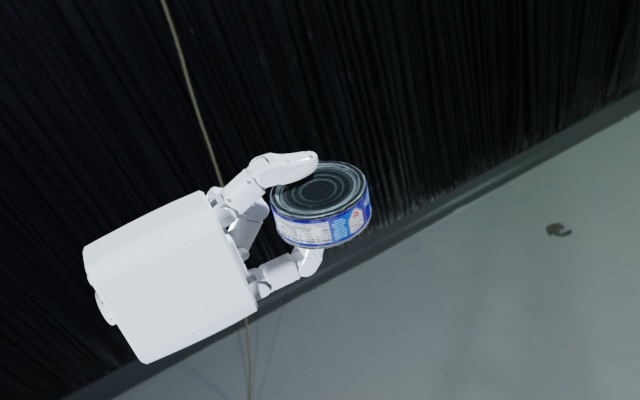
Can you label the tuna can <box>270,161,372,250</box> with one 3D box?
[{"bbox_3d":[0.000,0.001,0.414,0.086,0.034,0.086,-8,36,6],"label":"tuna can"}]
